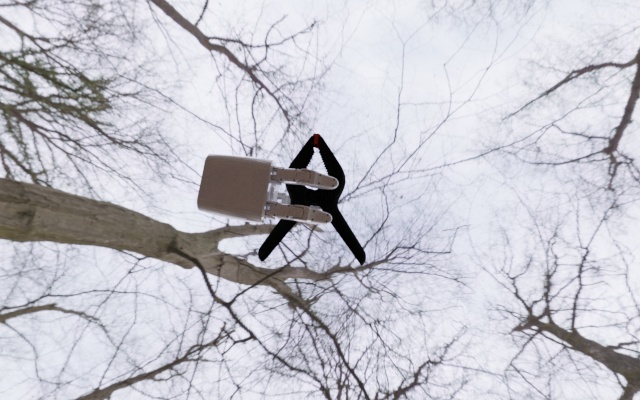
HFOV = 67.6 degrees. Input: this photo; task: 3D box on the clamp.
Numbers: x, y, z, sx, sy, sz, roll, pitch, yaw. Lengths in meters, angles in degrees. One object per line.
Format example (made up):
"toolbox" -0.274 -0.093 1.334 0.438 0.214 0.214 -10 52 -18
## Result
"clamp" 0.000 0.002 0.742 0.164 0.210 0.036 9 -8 3
